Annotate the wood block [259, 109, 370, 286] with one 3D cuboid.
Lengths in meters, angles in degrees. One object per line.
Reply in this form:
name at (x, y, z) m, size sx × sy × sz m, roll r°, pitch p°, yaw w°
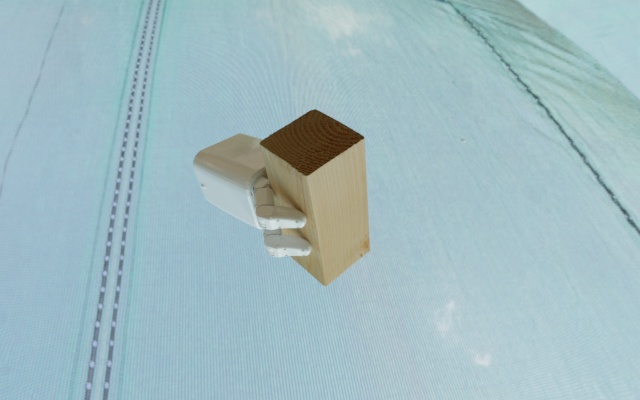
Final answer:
wood block at (0.000, 0.002, 0.616) m, size 0.091 × 0.206 × 0.090 m, roll -36°, pitch 52°, yaw -24°
